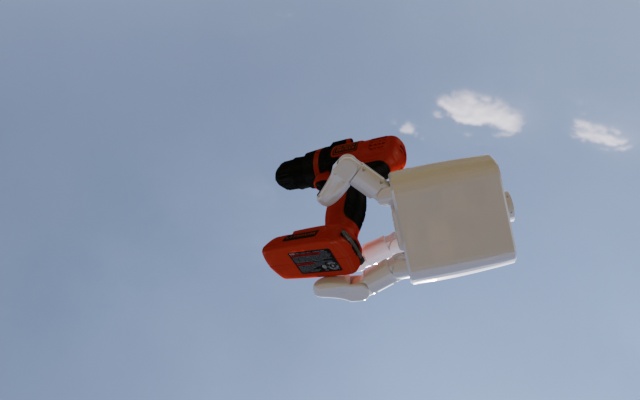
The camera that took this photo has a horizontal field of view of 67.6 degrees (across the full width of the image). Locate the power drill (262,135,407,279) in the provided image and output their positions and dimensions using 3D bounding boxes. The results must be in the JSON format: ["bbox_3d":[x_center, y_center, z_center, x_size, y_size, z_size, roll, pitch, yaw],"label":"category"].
[{"bbox_3d":[0.000,0.002,0.562,0.184,0.187,0.057,-11,-50,32],"label":"power drill"}]
